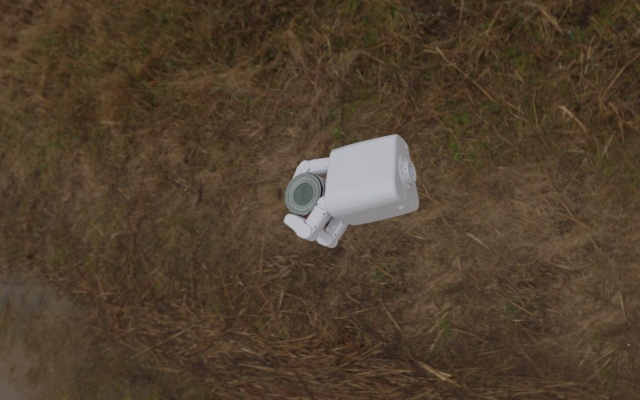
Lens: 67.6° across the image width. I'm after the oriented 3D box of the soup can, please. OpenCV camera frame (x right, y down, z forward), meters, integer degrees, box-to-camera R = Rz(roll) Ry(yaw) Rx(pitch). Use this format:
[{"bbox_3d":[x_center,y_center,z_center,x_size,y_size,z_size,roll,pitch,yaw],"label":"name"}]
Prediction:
[{"bbox_3d":[0.000,0.002,0.743,0.068,0.068,0.102,0,-14,33],"label":"soup can"}]
